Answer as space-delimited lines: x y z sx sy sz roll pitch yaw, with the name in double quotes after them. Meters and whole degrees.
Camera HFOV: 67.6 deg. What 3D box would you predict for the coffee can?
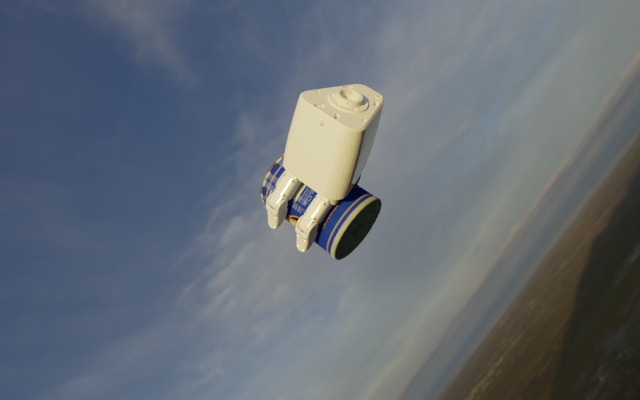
0.000 0.002 0.678 0.140 0.103 0.103 36 15 22 "coffee can"
